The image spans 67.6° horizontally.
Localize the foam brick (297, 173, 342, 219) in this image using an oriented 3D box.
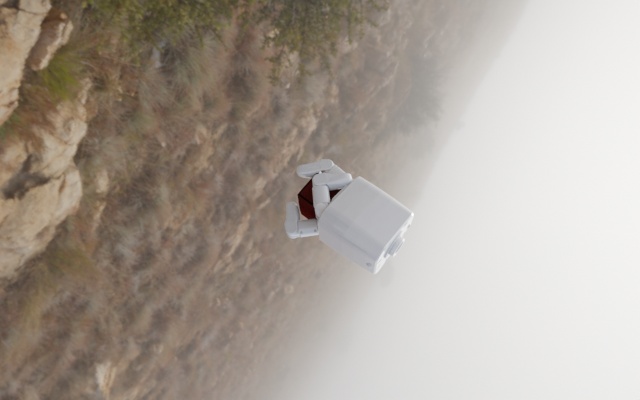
[{"bbox_3d":[0.000,0.003,0.780,0.051,0.053,0.078,35,-19,17],"label":"foam brick"}]
